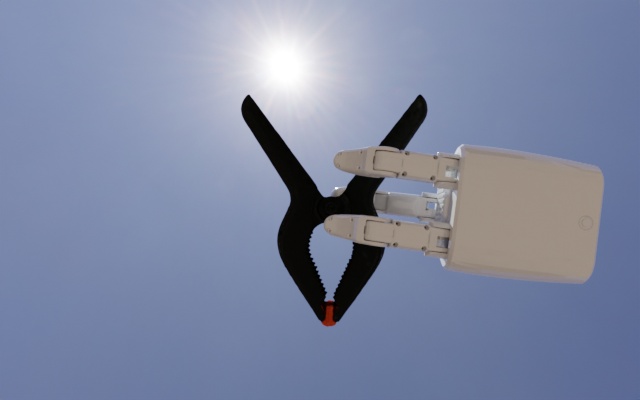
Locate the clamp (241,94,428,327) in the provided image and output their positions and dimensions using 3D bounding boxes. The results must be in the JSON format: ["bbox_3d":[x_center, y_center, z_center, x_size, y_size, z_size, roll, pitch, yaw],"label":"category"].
[{"bbox_3d":[0.000,0.002,0.424,0.164,0.210,0.036,8,-1,5],"label":"clamp"}]
